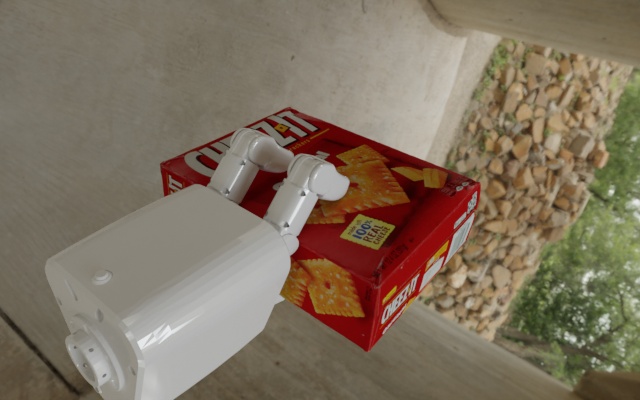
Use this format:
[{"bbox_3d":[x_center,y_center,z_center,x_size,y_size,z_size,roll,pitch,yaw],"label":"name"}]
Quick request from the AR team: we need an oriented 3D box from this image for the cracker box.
[{"bbox_3d":[0.000,0.002,0.400,0.213,0.072,0.164,27,40,29],"label":"cracker box"}]
